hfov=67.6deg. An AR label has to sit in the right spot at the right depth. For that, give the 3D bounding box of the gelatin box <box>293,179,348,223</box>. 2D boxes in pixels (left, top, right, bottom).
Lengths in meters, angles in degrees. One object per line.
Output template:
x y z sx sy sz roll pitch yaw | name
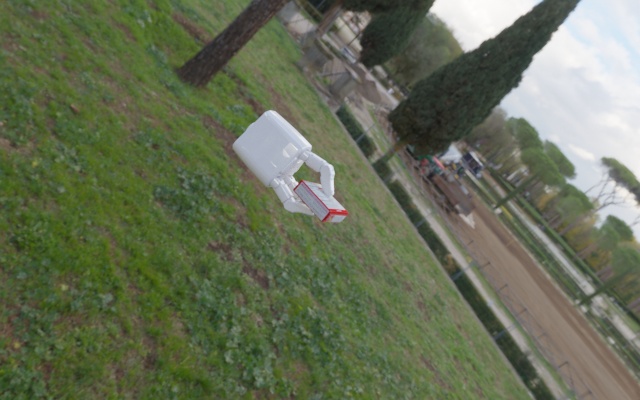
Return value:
0.001 0.003 0.889 0.089 0.030 0.073 46 17 23 | gelatin box
